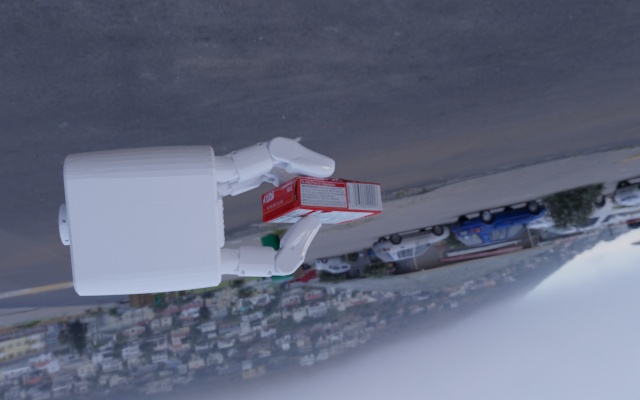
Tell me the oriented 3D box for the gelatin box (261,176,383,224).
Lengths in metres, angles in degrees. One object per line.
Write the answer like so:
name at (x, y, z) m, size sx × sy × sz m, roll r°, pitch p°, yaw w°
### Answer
gelatin box at (0.000, 0.002, 0.439) m, size 0.089 × 0.030 × 0.073 m, roll 4°, pitch -13°, yaw -29°
